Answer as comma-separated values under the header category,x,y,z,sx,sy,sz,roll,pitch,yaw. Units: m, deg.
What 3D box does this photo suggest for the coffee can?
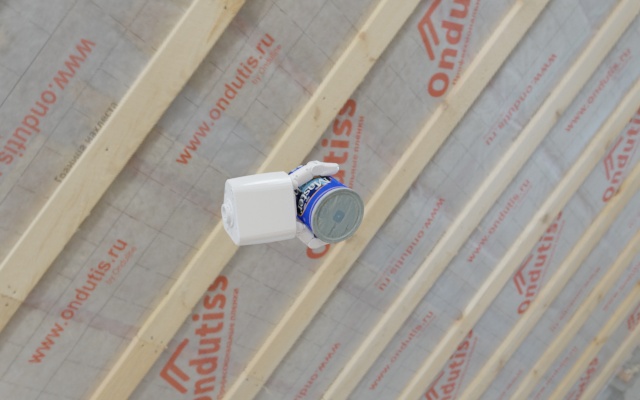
category,x,y,z,sx,sy,sz,roll,pitch,yaw
coffee can,0.000,0.003,0.877,0.103,0.103,0.140,0,21,-30
